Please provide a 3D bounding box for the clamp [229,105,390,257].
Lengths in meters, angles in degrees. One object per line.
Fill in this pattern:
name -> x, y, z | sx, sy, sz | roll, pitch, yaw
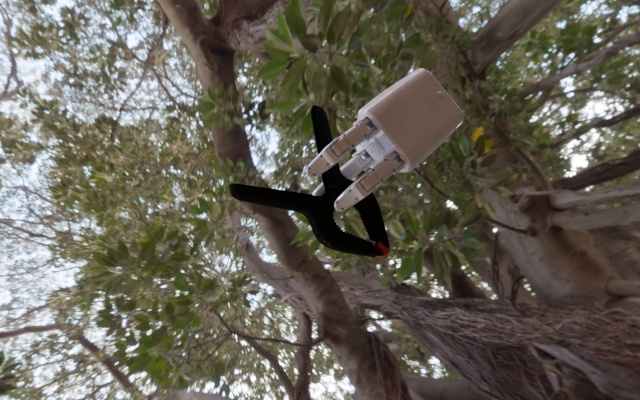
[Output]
clamp -> 0.000, 0.002, 0.610 | 0.164, 0.210, 0.036 | -39, 0, -15
